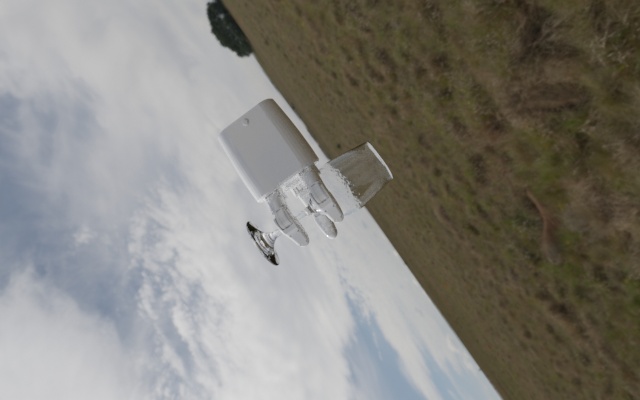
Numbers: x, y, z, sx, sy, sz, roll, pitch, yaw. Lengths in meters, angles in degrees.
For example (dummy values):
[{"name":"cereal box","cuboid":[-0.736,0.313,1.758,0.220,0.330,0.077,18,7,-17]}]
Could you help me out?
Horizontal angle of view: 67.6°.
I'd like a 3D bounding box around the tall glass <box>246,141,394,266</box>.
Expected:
[{"name":"tall glass","cuboid":[0.000,0.003,0.651,0.201,0.079,0.079,-35,-4,6]}]
